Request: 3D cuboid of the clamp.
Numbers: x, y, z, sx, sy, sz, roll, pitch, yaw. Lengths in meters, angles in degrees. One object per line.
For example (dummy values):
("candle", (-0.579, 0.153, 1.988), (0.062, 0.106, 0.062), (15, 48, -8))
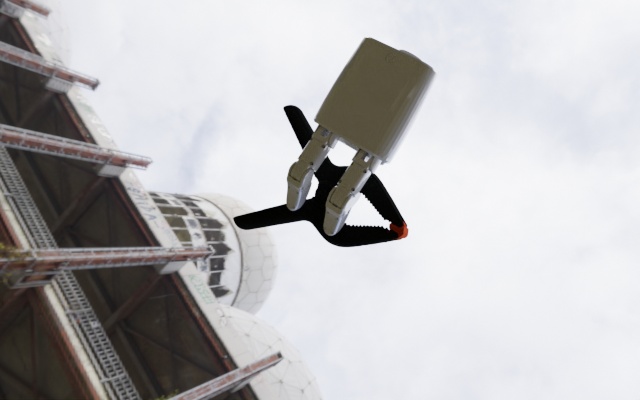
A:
("clamp", (0.001, 0.002, 0.557), (0.210, 0.164, 0.036), (33, 7, 22))
